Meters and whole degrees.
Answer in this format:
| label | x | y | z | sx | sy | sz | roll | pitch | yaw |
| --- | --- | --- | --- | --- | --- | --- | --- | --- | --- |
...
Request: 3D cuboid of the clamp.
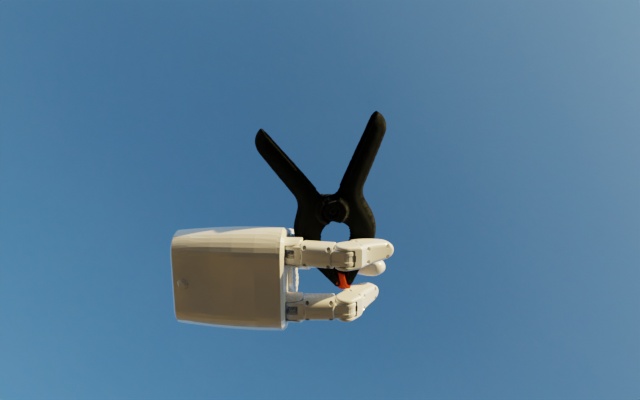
| label | x | y | z | sx | sy | sz | roll | pitch | yaw |
| --- | --- | --- | --- | --- | --- | --- | --- | --- | --- |
| clamp | 0.000 | 0.002 | 0.455 | 0.120 | 0.171 | 0.039 | 1 | 12 | 3 |
